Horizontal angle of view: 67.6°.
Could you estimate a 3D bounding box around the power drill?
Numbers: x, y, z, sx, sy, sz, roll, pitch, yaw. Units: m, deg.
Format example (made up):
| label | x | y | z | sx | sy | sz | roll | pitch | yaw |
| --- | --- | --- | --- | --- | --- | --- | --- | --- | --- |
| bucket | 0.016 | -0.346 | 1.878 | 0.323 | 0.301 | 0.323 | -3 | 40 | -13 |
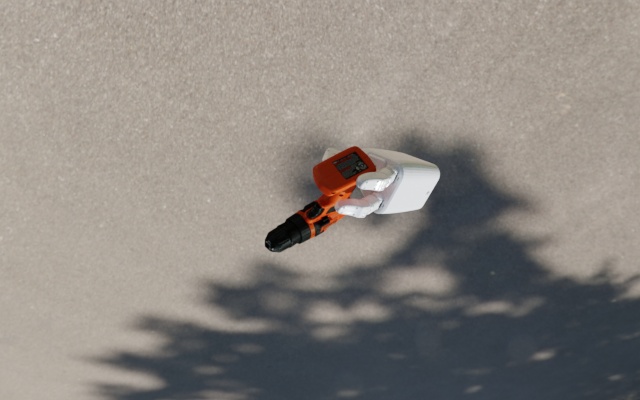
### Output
| label | x | y | z | sx | sy | sz | roll | pitch | yaw |
| --- | --- | --- | --- | --- | --- | --- | --- | --- | --- |
| power drill | 0.000 | 0.002 | 0.776 | 0.184 | 0.057 | 0.188 | -31 | -15 | -32 |
